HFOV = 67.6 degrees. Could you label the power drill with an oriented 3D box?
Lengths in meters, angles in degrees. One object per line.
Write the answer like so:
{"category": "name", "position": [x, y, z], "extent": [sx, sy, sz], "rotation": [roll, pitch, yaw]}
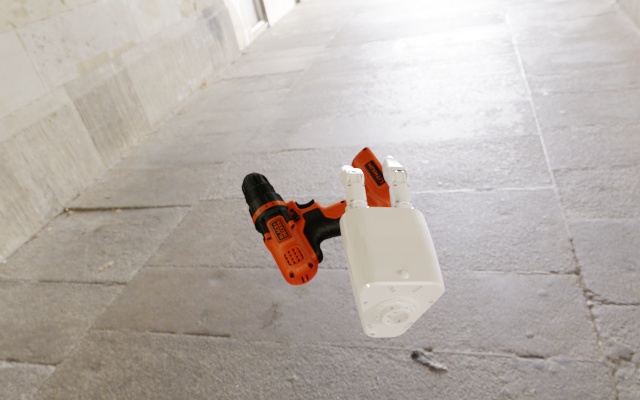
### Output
{"category": "power drill", "position": [0.001, 0.002, 0.643], "extent": [0.187, 0.184, 0.057], "rotation": [-27, -31, -7]}
